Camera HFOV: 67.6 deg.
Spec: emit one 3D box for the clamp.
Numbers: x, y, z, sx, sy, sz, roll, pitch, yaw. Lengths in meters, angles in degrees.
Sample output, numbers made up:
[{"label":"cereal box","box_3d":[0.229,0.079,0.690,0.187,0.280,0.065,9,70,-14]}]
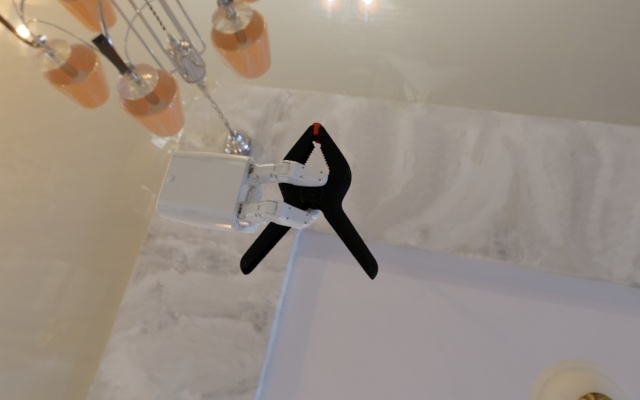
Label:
[{"label":"clamp","box_3d":[0.000,0.002,0.598,0.164,0.210,0.036,8,-20,7]}]
